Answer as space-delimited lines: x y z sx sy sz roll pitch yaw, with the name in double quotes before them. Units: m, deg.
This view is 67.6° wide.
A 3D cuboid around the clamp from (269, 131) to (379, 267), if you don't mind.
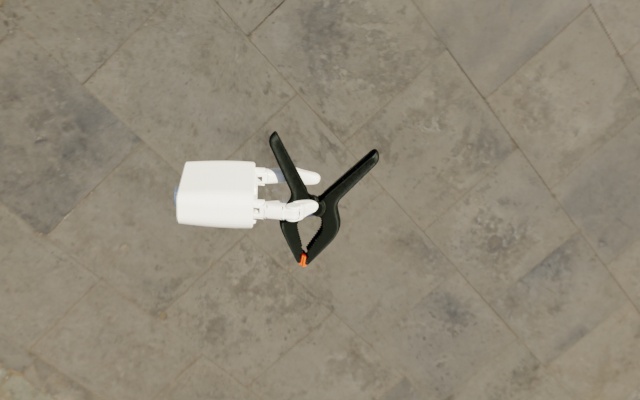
"clamp" 0.000 0.003 0.732 0.164 0.210 0.036 3 19 -5
